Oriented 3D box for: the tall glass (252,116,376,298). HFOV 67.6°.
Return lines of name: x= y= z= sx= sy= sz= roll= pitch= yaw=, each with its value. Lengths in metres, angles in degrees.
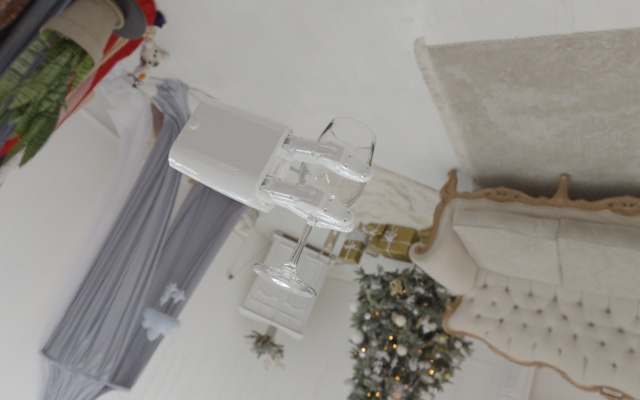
tall glass: x=0.000 y=0.002 z=0.539 sx=0.079 sy=0.201 sz=0.079 roll=22 pitch=-22 yaw=9
